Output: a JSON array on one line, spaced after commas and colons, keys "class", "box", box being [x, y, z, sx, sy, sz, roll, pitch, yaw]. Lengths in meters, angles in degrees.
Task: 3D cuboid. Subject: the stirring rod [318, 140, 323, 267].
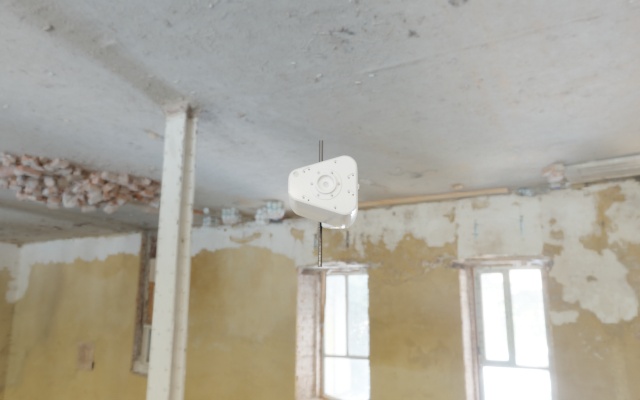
[{"class": "stirring rod", "box": [0.000, 0.003, 0.890, 0.011, 0.239, 0.011, 1, -12, 0]}]
